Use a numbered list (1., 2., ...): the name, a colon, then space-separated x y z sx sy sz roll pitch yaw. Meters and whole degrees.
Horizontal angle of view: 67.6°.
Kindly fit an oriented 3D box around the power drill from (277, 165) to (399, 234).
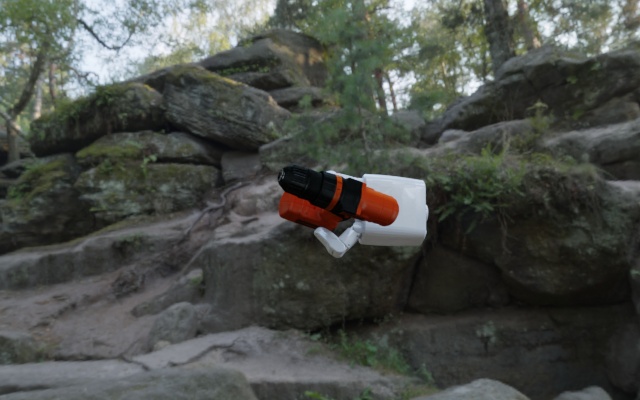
1. power drill: 0.000 0.002 0.729 0.184 0.057 0.187 20 -13 -20
